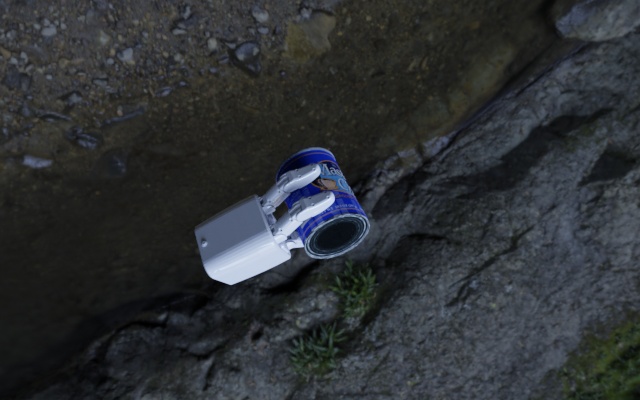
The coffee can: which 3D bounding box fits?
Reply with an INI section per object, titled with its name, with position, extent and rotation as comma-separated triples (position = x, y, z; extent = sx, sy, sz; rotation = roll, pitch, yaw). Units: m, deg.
[coffee can]
position = 0.000, 0.002, 0.730
extent = 0.103, 0.140, 0.103
rotation = -17, -37, -13
